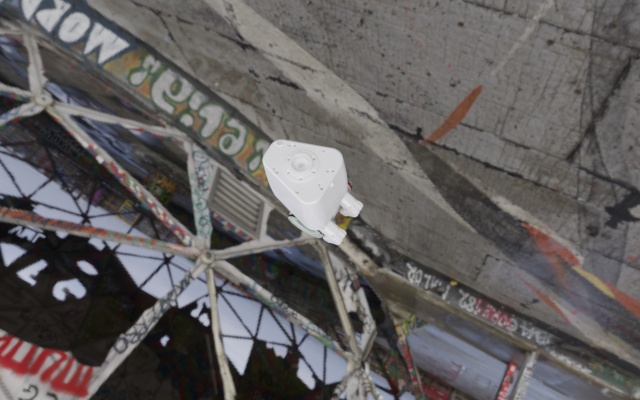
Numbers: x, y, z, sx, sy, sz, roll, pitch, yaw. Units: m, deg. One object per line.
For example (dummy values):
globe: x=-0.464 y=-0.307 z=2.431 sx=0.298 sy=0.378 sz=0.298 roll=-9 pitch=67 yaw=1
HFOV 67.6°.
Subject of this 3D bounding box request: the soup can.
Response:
soup can: x=0.000 y=0.003 z=0.795 sx=0.068 sy=0.102 sz=0.068 roll=29 pitch=-16 yaw=9
